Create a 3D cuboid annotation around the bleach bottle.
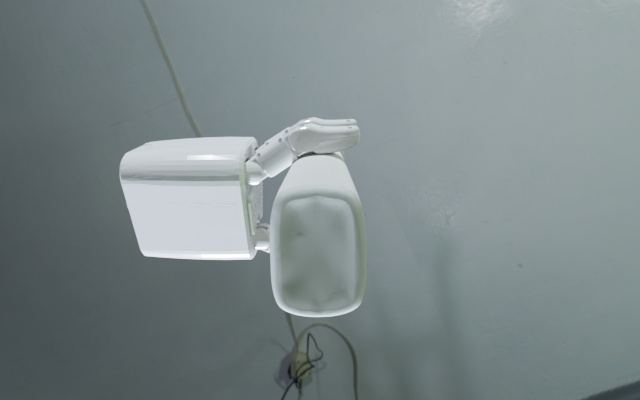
[{"bbox_3d":[0.000,0.001,0.446,0.068,0.102,0.250,-1,16,1],"label":"bleach bottle"}]
